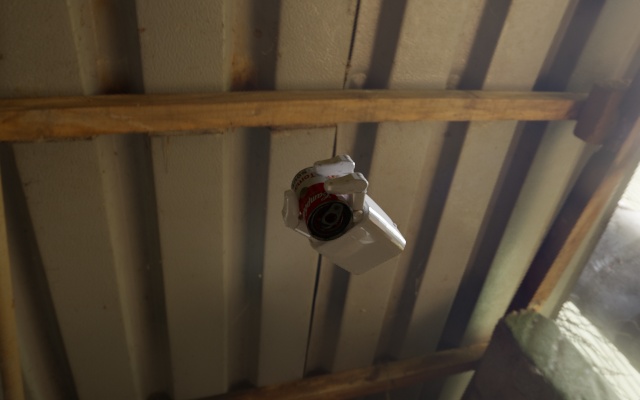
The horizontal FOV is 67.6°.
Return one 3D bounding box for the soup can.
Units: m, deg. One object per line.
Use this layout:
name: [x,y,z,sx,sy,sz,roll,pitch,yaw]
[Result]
soup can: [0.000,0.002,0.701,0.068,0.068,0.102,0,33,-19]
